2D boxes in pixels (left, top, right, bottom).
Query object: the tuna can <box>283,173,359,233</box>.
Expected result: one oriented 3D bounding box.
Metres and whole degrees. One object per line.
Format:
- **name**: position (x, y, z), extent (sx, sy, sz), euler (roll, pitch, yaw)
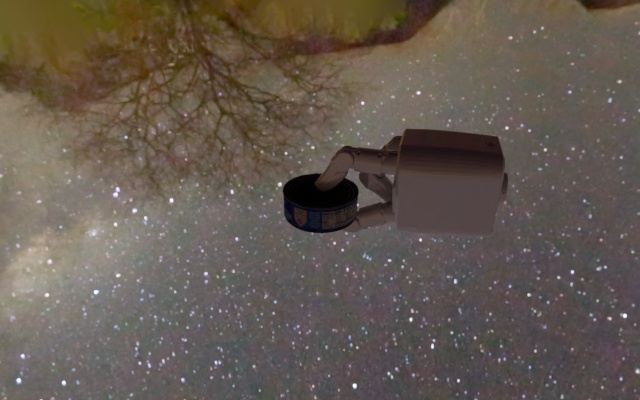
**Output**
- **tuna can**: position (0.000, 0.002, 0.546), extent (0.086, 0.034, 0.086), euler (1, 28, 0)
